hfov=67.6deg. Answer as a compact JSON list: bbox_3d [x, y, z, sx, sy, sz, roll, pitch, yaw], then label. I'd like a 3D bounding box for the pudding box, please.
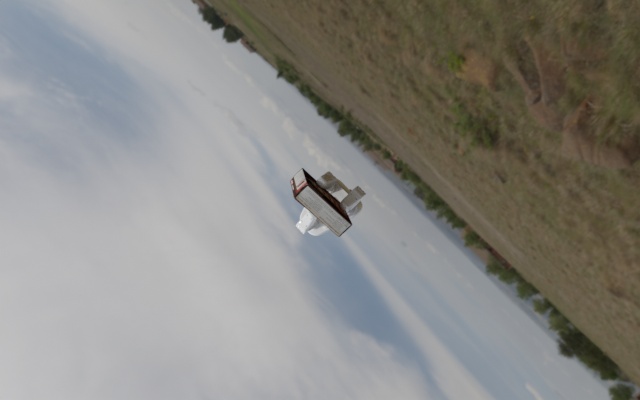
[{"bbox_3d":[0.000,0.003,0.839,0.113,0.039,0.090,40,10,-20],"label":"pudding box"}]
